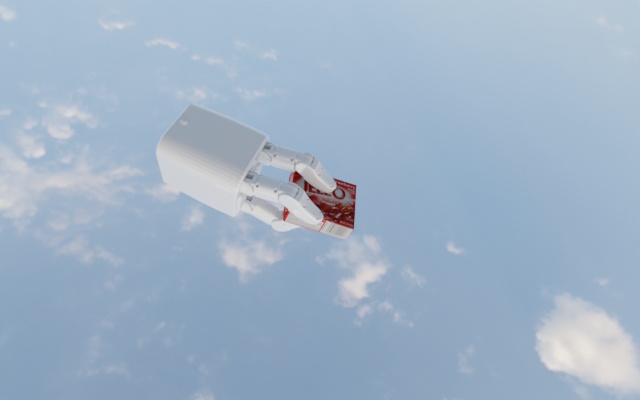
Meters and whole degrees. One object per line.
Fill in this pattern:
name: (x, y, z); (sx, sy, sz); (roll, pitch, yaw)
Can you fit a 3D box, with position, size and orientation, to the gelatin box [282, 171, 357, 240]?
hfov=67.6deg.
gelatin box: (0.000, 0.002, 0.607); (0.089, 0.073, 0.030); (18, -41, -13)
